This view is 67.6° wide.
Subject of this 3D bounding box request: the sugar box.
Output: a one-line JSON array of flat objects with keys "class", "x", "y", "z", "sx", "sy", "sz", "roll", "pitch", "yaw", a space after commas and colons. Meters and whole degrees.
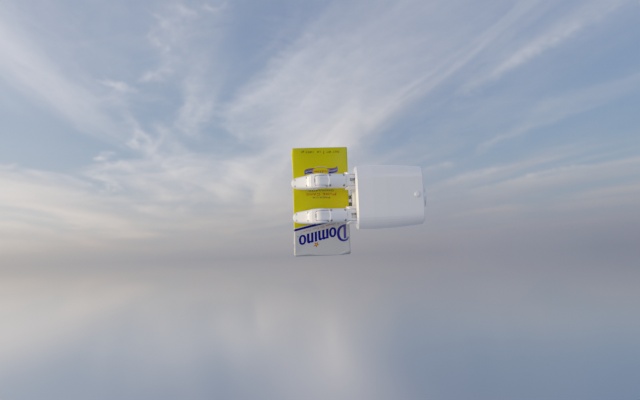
[{"class": "sugar box", "x": 0.000, "y": 0.002, "z": 0.786, "sx": 0.093, "sy": 0.176, "sz": 0.048, "roll": -2, "pitch": -6, "yaw": -3}]
